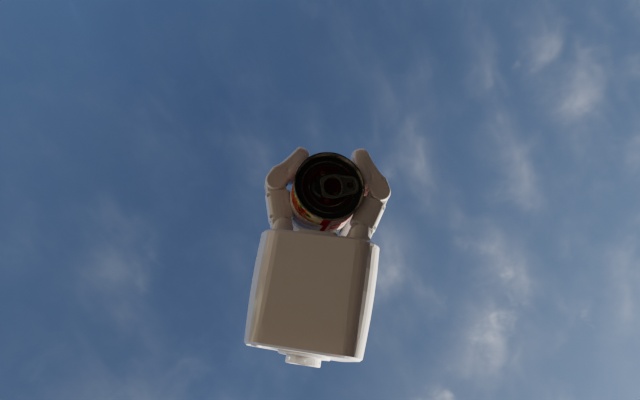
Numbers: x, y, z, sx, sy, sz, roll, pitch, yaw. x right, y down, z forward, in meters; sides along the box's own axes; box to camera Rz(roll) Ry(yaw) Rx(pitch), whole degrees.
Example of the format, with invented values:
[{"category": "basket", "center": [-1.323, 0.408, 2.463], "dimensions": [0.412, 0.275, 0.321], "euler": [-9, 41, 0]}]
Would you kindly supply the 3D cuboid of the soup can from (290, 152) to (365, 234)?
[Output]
[{"category": "soup can", "center": [0.000, 0.001, 0.492], "dimensions": [0.068, 0.068, 0.102], "euler": [0, -18, -11]}]
